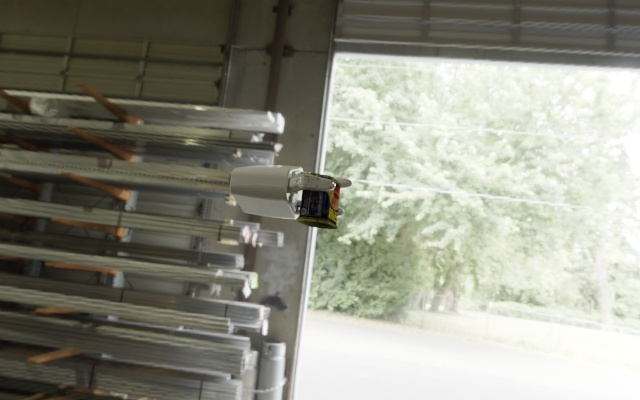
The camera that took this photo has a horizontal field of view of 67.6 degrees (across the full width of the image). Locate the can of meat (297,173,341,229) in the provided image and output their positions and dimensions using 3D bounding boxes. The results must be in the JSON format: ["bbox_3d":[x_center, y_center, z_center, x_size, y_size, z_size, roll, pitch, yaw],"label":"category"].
[{"bbox_3d":[0.000,0.002,0.843,0.057,0.084,0.102,4,-9,15],"label":"can of meat"}]
